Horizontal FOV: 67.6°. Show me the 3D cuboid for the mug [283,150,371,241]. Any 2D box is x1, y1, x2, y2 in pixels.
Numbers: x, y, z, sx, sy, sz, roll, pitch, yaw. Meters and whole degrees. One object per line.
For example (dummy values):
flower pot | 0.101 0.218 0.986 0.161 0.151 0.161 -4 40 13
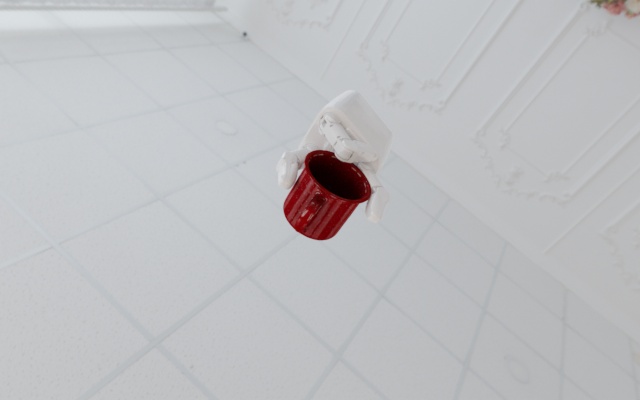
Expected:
mug | 0.000 0.003 0.595 0.093 0.081 0.117 35 35 1
